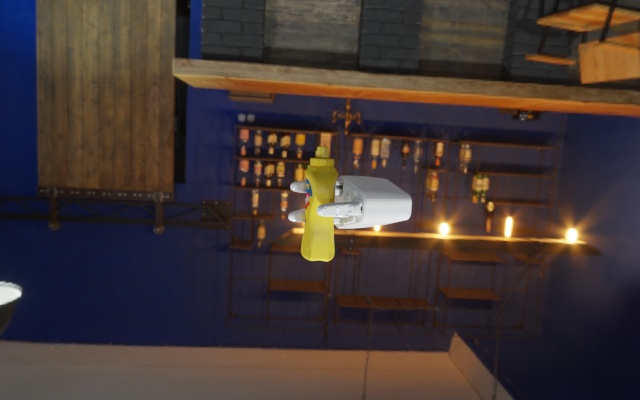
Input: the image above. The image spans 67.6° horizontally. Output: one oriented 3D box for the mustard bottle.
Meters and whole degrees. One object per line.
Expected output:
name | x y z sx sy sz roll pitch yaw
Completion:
mustard bottle | 0.000 0.003 0.827 0.058 0.191 0.096 3 7 -3
